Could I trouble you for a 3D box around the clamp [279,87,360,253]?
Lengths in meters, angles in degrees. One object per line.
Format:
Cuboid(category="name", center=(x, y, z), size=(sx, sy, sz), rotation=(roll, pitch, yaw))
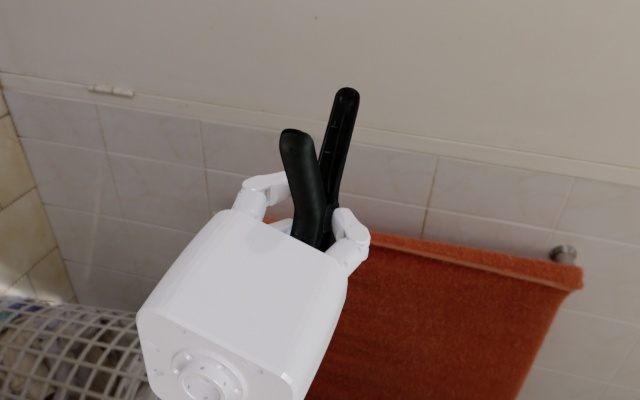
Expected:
Cuboid(category="clamp", center=(0.001, 0.002, 0.449), size=(0.036, 0.210, 0.164), rotation=(13, 34, 15))
